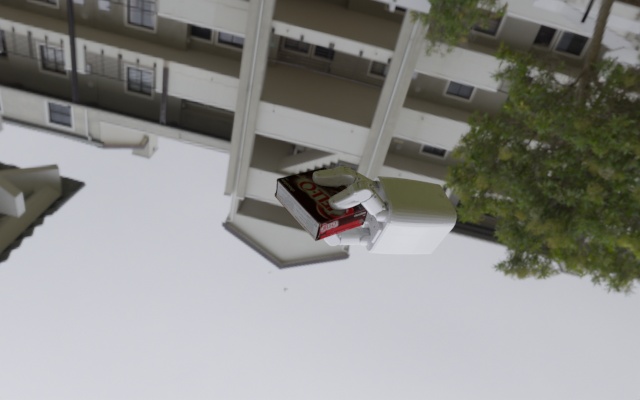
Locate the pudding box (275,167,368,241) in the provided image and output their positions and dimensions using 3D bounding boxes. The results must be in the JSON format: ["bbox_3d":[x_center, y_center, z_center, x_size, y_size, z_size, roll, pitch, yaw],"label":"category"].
[{"bbox_3d":[0.000,0.002,0.694,0.090,0.039,0.113,-15,43,-35],"label":"pudding box"}]
